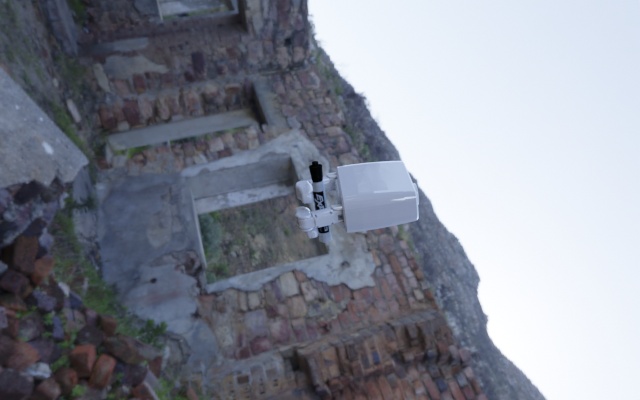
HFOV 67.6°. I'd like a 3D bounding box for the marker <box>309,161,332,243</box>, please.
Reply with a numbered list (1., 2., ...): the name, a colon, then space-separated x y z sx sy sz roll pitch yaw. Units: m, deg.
1. marker: 0.000 0.002 0.684 0.020 0.121 0.020 -7 20 3
